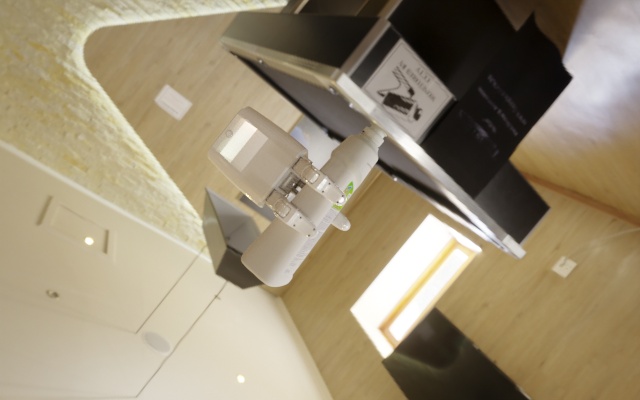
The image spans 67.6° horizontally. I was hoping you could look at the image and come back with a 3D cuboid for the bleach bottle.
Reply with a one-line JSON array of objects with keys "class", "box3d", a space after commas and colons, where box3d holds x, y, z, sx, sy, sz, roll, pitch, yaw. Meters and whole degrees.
[{"class": "bleach bottle", "box3d": [0.000, 0.002, 0.653, 0.068, 0.251, 0.102, 40, 3, 11]}]
